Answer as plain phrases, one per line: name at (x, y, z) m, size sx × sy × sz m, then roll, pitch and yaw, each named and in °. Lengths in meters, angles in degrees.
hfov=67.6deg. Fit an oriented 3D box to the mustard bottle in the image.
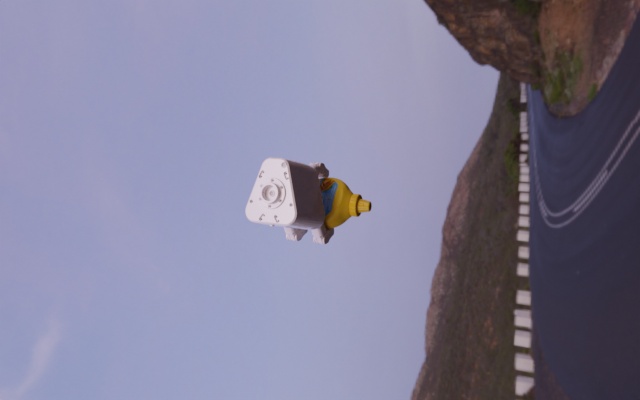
mustard bottle at (0.000, 0.003, 0.878) m, size 0.191 × 0.096 × 0.058 m, roll 5°, pitch -27°, yaw 24°
